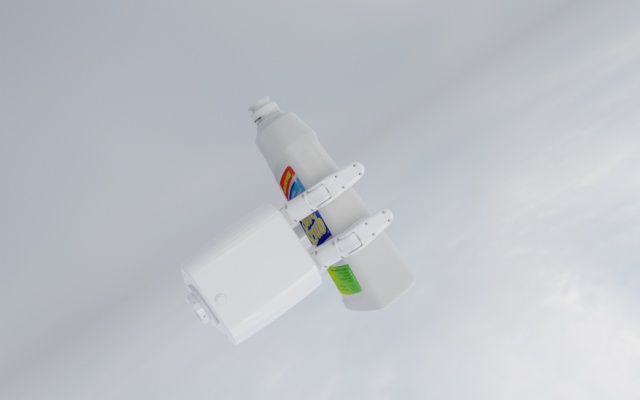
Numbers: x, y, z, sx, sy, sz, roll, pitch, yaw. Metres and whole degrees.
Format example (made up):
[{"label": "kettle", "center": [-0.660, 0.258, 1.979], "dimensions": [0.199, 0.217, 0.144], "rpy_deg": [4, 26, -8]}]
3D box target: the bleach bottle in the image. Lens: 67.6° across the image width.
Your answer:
[{"label": "bleach bottle", "center": [0.000, 0.002, 0.525], "dimensions": [0.068, 0.251, 0.102], "rpy_deg": [-35, 4, -23]}]
